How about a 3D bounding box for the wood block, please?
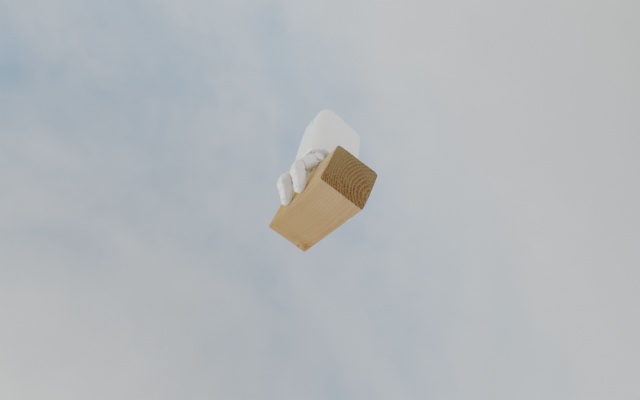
[{"bbox_3d":[0.000,0.003,0.875,0.091,0.090,0.206,36,-38,-11],"label":"wood block"}]
